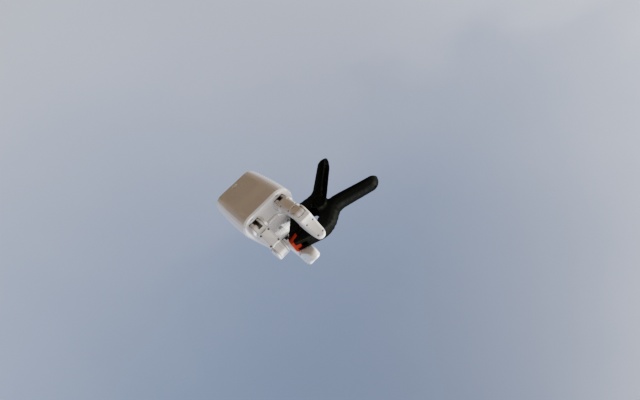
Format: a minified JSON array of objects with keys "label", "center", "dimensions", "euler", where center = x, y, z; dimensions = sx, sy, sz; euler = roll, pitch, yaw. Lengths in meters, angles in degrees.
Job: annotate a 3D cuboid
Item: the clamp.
[{"label":"clamp","center":[0.000,0.003,0.775],"dimensions":[0.120,0.171,0.039],"euler":[31,-19,45]}]
